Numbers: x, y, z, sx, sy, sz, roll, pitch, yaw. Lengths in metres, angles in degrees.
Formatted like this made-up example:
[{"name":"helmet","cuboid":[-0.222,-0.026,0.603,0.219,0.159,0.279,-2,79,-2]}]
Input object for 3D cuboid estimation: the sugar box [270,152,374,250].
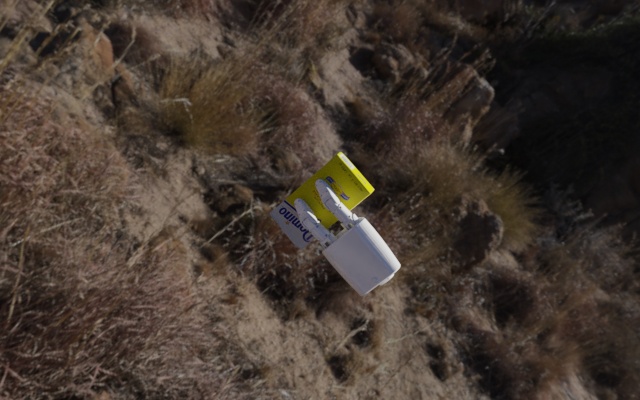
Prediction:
[{"name":"sugar box","cuboid":[0.000,0.003,0.869,0.176,0.093,0.048,-41,-2,18]}]
